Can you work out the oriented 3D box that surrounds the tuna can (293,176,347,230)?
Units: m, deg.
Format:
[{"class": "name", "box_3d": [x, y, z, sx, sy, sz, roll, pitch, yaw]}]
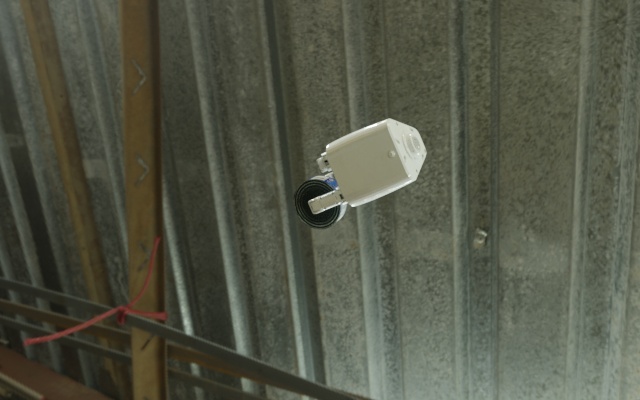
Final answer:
[{"class": "tuna can", "box_3d": [0.000, 0.002, 0.791, 0.086, 0.086, 0.033, 0, 16, 26]}]
